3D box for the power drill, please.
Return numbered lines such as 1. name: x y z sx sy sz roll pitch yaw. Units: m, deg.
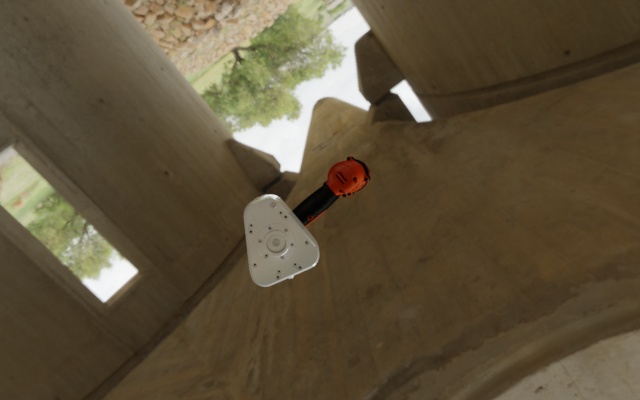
1. power drill: 0.000 0.003 0.774 0.188 0.057 0.184 -42 -7 13
